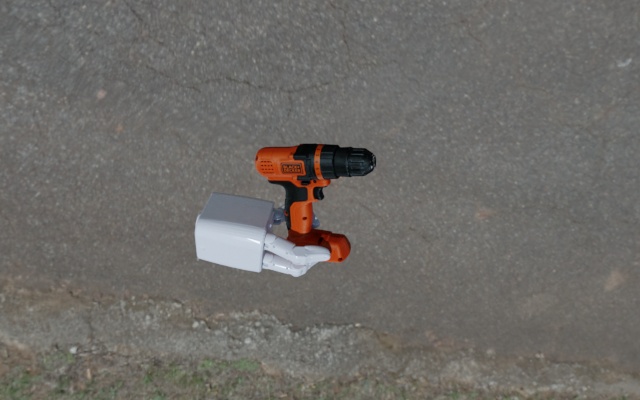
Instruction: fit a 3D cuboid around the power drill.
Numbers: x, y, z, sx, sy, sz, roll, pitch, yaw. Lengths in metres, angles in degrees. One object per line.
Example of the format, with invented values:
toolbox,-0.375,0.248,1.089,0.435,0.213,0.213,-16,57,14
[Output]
power drill,0.000,0.003,0.731,0.184,0.188,0.057,3,27,22
